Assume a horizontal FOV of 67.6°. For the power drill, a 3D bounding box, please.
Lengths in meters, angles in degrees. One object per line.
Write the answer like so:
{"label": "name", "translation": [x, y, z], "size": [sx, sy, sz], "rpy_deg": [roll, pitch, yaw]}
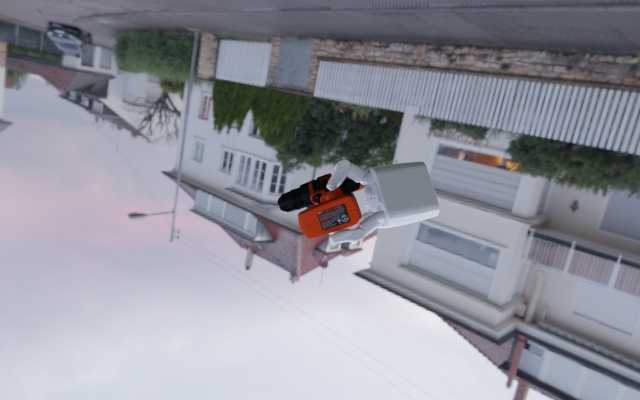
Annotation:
{"label": "power drill", "translation": [0.000, 0.003, 0.889], "size": [0.184, 0.057, 0.187], "rpy_deg": [-21, 20, 8]}
